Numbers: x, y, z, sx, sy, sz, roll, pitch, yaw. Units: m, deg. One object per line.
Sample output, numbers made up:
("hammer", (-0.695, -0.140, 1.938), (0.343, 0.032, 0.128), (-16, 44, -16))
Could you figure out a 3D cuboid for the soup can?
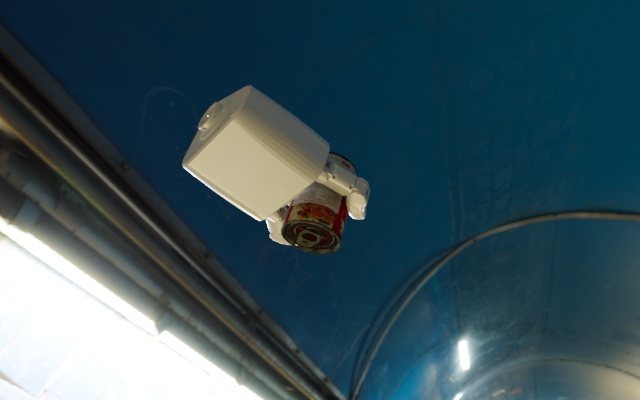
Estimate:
("soup can", (0.001, 0.002, 0.556), (0.068, 0.102, 0.069), (11, -33, 8))
